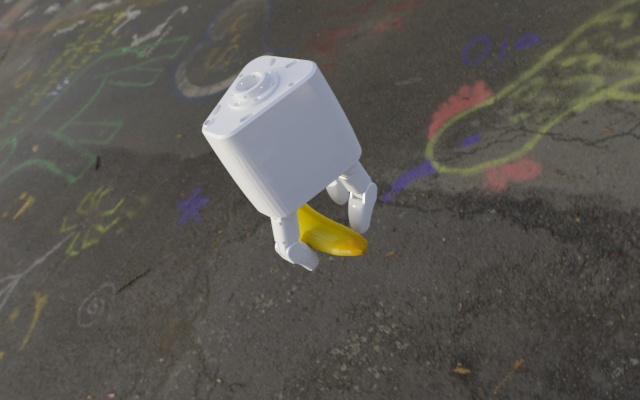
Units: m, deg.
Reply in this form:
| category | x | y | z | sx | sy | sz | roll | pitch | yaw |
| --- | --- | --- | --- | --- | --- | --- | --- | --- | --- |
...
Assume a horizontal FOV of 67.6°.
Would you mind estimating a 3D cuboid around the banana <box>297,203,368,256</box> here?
| category | x | y | z | sx | sy | sz | roll | pitch | yaw |
| --- | --- | --- | --- | --- | --- | --- | --- | --- | --- |
| banana | -0.017 | 0.009 | 0.546 | 0.069 | 0.037 | 0.197 | -30 | 39 | -4 |
